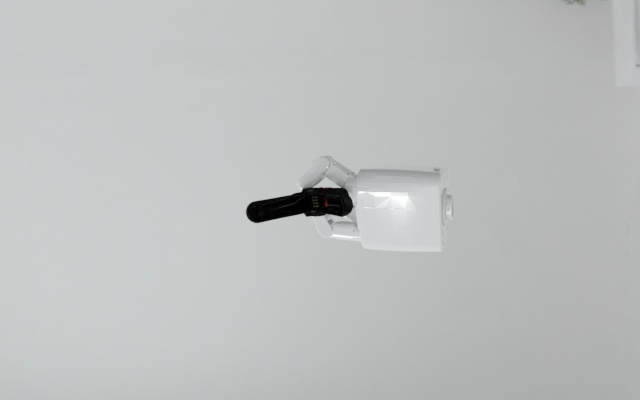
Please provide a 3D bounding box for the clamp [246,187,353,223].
[{"bbox_3d":[0.000,0.003,0.583,0.120,0.039,0.171,2,9,22],"label":"clamp"}]
